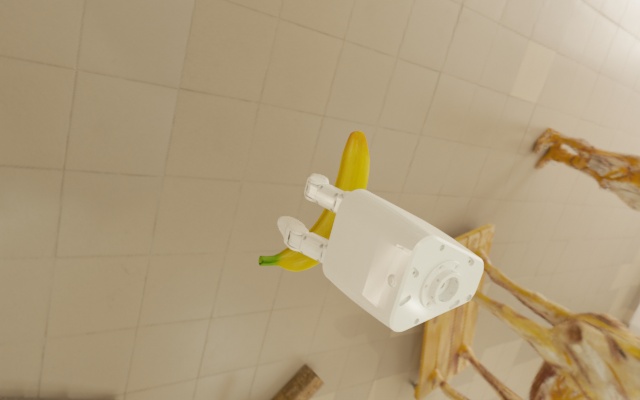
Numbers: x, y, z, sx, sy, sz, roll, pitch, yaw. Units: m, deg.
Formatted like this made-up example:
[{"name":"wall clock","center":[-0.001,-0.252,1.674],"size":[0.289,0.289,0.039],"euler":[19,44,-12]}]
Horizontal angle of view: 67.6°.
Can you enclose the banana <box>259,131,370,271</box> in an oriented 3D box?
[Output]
[{"name":"banana","center":[0.011,0.013,0.570],"size":[0.070,0.198,0.037],"euler":[35,1,-35]}]
